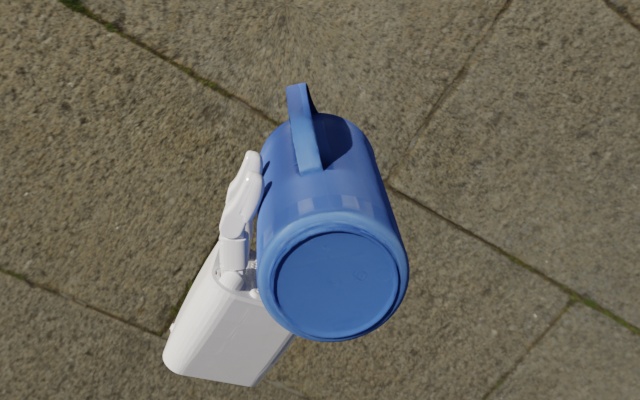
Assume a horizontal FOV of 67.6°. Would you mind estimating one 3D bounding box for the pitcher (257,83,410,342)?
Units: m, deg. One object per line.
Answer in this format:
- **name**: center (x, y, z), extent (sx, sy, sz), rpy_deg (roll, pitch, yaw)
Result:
- **pitcher**: center (0.000, 0.002, 0.432), extent (0.149, 0.145, 0.242), rpy_deg (31, 18, -15)
